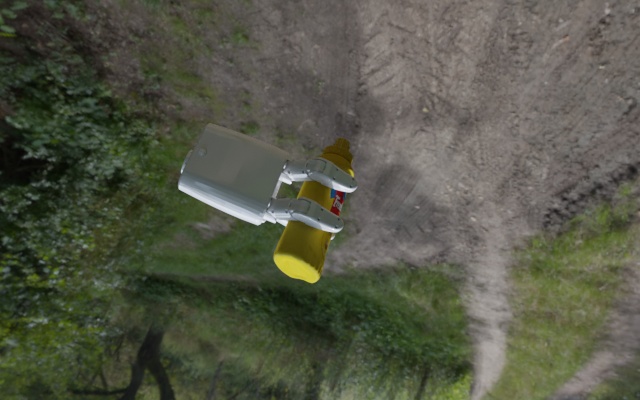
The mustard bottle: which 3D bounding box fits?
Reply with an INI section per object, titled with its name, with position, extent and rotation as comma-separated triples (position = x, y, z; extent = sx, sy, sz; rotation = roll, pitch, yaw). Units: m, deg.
[mustard bottle]
position = 0.000, 0.002, 0.611
extent = 0.058, 0.191, 0.096
rotation = 13, -24, 16
